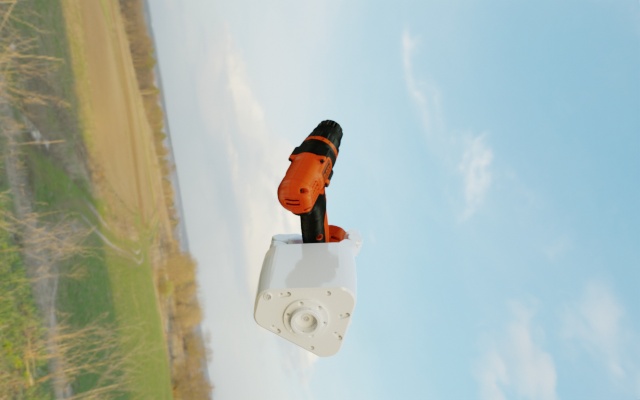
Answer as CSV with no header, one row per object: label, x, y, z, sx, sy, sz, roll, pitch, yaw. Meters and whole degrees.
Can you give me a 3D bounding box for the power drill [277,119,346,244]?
power drill,0.000,0.003,0.656,0.057,0.188,0.184,3,37,20
